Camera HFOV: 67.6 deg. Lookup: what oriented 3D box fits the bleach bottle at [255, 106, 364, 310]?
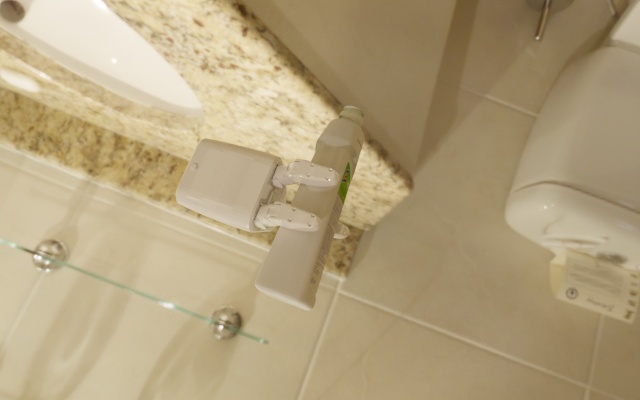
[{"bbox_3d":[0.000,0.002,0.584,0.068,0.250,0.103,18,-16,11],"label":"bleach bottle"}]
